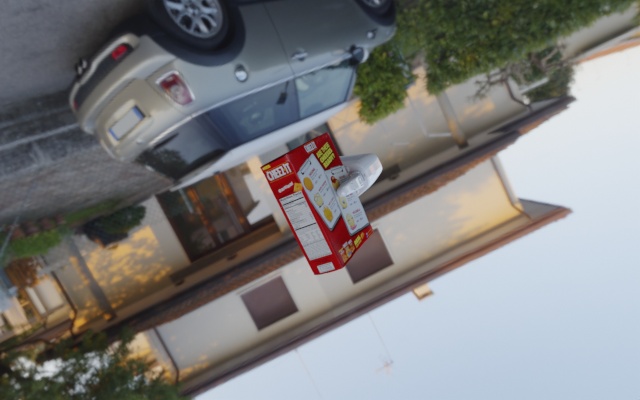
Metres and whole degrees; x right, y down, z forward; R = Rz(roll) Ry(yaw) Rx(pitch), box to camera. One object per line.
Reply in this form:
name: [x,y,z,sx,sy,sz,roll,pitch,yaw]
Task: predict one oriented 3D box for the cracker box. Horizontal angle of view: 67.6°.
cracker box: [0.000,0.003,0.859,0.072,0.214,0.164,-22,9,31]
